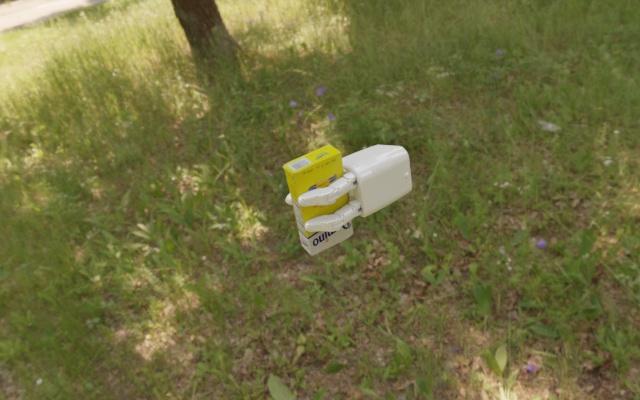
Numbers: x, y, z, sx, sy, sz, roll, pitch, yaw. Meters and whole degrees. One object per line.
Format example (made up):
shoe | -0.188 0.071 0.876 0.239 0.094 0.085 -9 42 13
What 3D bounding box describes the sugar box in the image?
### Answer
sugar box | 0.001 0.003 0.821 0.093 0.176 0.048 -25 35 -19
